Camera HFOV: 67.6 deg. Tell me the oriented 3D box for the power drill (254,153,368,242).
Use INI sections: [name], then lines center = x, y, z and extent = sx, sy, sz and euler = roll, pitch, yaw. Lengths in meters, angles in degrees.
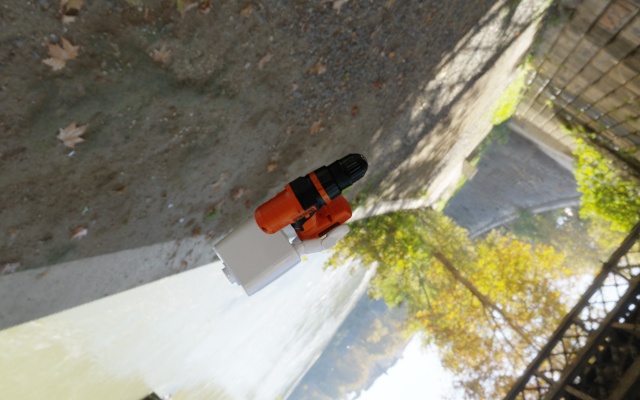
[power drill]
center = 0.000, 0.003, 0.762
extent = 0.184, 0.057, 0.188
euler = -30, -19, 3
